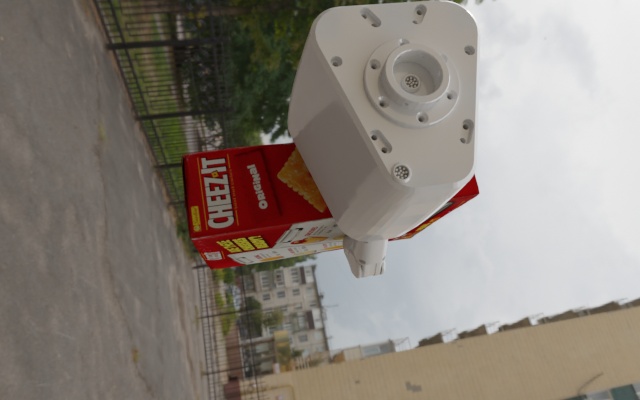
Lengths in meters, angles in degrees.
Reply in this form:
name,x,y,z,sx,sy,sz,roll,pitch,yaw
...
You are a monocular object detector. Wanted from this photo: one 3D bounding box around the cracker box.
name,x,y,z,sx,sy,sz,roll,pitch,yaw
cracker box,0.000,0.002,0.419,0.213,0.072,0.164,-8,-14,-10
